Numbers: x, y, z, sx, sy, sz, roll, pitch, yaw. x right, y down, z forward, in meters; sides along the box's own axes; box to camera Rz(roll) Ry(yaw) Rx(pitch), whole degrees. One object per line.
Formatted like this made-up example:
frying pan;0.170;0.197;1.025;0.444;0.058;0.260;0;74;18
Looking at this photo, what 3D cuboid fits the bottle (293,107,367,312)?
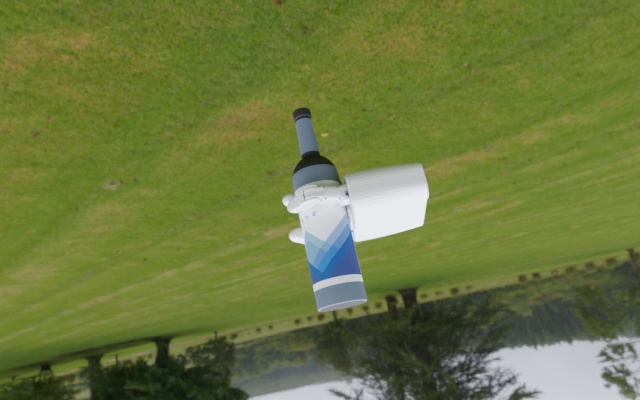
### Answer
bottle;0.000;0.002;0.673;0.069;0.295;0.069;-11;-19;-4
